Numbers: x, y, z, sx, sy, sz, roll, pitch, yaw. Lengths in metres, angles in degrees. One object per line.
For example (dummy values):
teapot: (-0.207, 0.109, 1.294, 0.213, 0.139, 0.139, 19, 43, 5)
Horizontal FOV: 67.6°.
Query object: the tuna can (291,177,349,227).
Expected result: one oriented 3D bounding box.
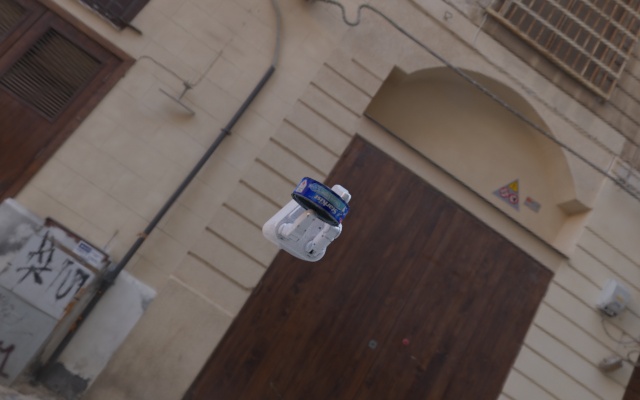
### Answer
tuna can: (0.000, 0.002, 0.714, 0.086, 0.033, 0.086, 33, -11, 7)
